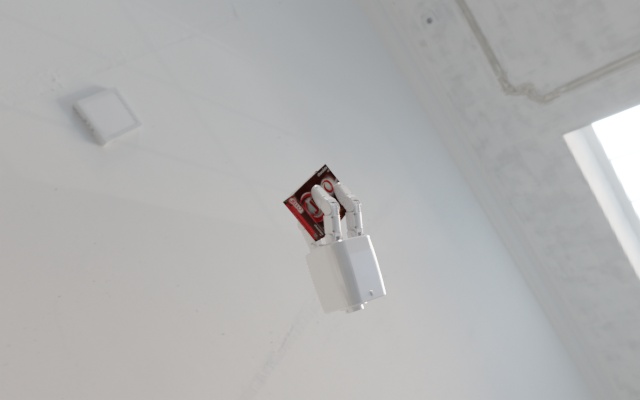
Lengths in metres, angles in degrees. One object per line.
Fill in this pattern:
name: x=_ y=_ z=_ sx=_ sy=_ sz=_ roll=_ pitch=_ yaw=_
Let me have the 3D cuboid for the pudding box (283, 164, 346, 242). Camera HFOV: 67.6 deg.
pudding box: x=0.000 y=0.003 z=0.822 sx=0.039 sy=0.090 sz=0.113 roll=-31 pitch=11 yaw=41
